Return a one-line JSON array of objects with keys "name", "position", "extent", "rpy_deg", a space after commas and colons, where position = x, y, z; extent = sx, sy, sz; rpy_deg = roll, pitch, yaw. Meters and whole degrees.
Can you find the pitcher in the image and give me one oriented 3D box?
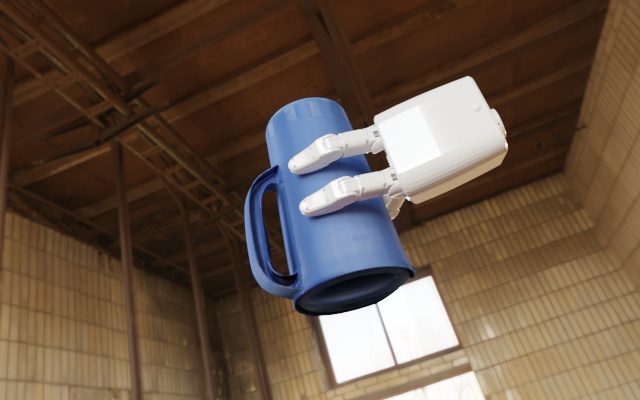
[{"name": "pitcher", "position": [0.000, 0.002, 0.554], "extent": [0.145, 0.242, 0.149], "rpy_deg": [-24, -29, 14]}]
